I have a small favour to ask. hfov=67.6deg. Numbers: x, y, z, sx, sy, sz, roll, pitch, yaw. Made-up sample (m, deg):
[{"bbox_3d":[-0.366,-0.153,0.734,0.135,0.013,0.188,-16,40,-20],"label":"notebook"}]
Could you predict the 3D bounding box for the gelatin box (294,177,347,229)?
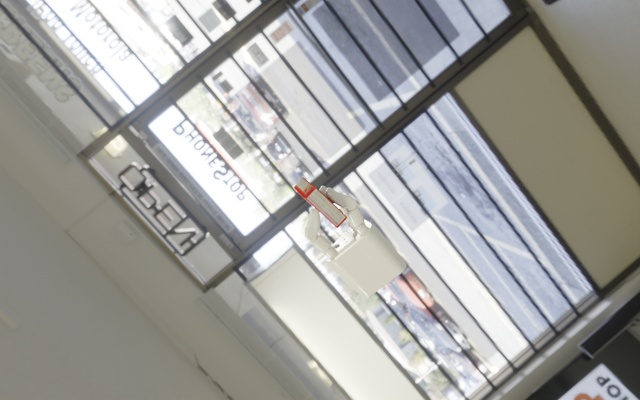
[{"bbox_3d":[0.000,0.003,0.855,0.089,0.030,0.073,42,0,-25],"label":"gelatin box"}]
